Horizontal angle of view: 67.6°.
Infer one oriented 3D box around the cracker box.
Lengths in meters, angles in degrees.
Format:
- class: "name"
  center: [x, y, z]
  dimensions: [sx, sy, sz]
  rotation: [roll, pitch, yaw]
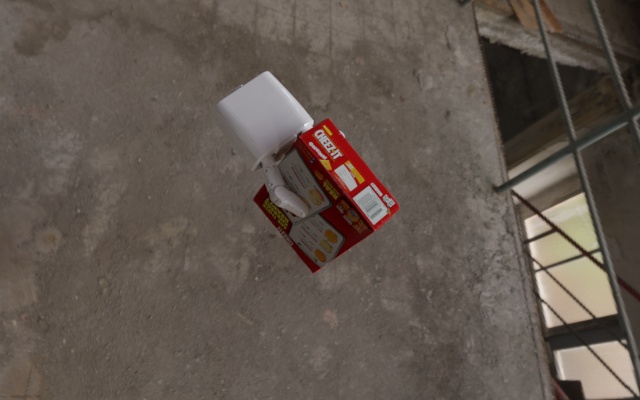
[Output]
- class: "cracker box"
  center: [0.000, 0.002, 0.727]
  dimensions: [0.072, 0.164, 0.214]
  rotation: [-37, -4, -33]
